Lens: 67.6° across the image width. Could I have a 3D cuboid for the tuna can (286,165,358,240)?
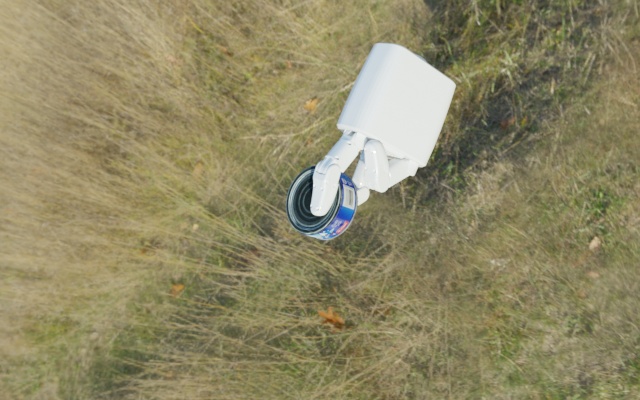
[{"bbox_3d":[0.000,0.002,0.564,0.086,0.086,0.034,0,-13,40],"label":"tuna can"}]
